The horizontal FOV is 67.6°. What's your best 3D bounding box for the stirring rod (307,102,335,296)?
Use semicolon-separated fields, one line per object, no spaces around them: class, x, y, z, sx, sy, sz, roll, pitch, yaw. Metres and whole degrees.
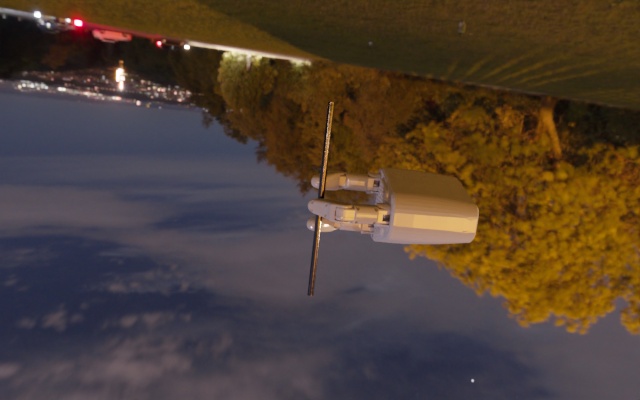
stirring rod;0.000;0.002;0.583;0.011;0.239;0.011;6;10;-1
